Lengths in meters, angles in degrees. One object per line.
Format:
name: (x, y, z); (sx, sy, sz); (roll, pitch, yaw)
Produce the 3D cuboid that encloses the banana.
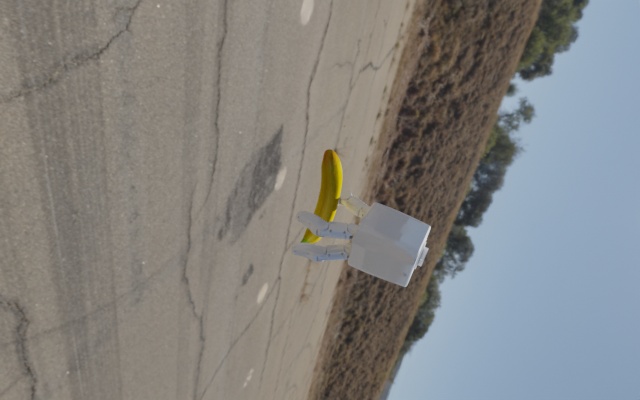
banana: (0.007, 0.000, 0.812); (0.037, 0.198, 0.069); (25, 27, 18)
